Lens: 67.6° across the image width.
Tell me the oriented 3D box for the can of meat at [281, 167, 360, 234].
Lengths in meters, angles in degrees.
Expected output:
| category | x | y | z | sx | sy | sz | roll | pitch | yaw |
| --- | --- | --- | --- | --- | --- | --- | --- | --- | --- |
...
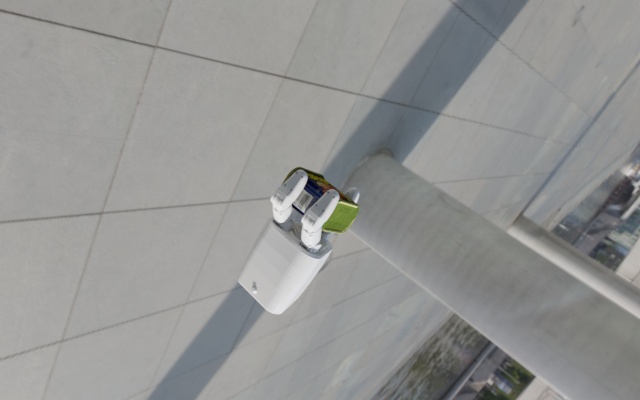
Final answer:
| category | x | y | z | sx | sy | sz | roll | pitch | yaw |
| --- | --- | --- | --- | --- | --- | --- | --- | --- | --- |
| can of meat | 0.000 | 0.002 | 0.693 | 0.084 | 0.057 | 0.102 | 38 | 11 | 26 |
